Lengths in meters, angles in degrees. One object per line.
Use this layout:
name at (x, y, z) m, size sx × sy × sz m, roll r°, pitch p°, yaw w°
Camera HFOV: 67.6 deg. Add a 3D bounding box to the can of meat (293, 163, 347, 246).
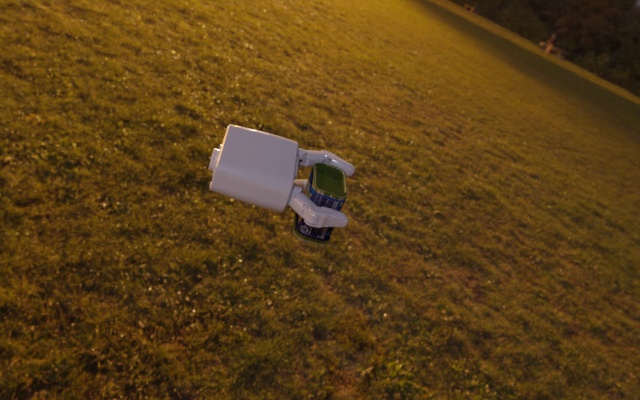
can of meat at (0.000, 0.002, 0.699) m, size 0.057 × 0.084 × 0.102 m, roll 17°, pitch 28°, yaw -9°
